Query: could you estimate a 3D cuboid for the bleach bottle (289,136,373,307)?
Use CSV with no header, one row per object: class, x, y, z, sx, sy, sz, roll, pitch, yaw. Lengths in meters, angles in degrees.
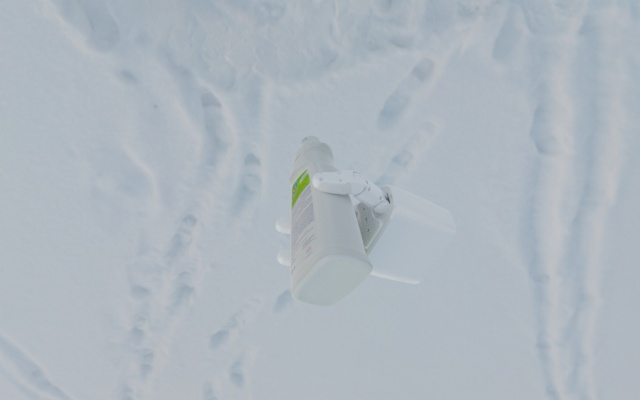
bleach bottle,0.000,0.002,0.606,0.068,0.250,0.103,19,-49,-25
